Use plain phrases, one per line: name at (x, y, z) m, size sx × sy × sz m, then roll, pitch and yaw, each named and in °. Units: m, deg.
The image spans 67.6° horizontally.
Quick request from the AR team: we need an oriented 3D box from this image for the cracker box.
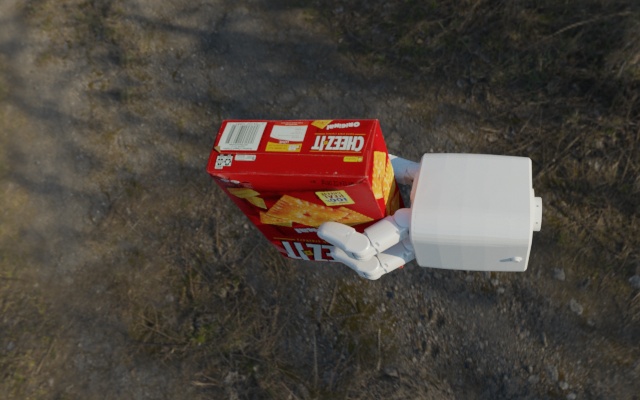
cracker box at (0.000, 0.001, 0.522) m, size 0.164 × 0.072 × 0.214 m, roll 3°, pitch -28°, yaw 21°
